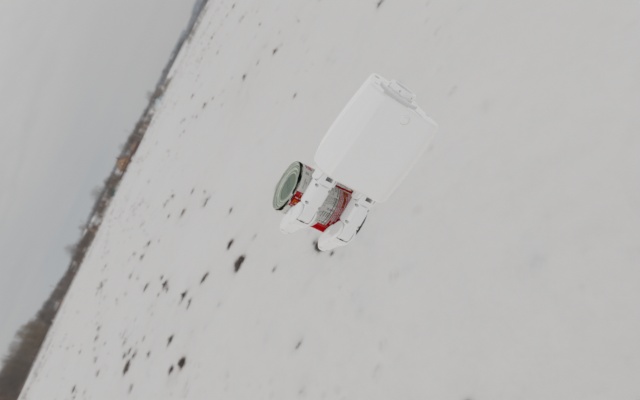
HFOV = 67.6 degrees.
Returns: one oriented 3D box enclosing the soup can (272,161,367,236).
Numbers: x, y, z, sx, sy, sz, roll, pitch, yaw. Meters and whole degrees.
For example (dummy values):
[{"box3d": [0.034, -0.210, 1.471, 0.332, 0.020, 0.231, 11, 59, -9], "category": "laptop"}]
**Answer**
[{"box3d": [0.000, 0.002, 0.598, 0.102, 0.068, 0.068, 26, -11, -22], "category": "soup can"}]
